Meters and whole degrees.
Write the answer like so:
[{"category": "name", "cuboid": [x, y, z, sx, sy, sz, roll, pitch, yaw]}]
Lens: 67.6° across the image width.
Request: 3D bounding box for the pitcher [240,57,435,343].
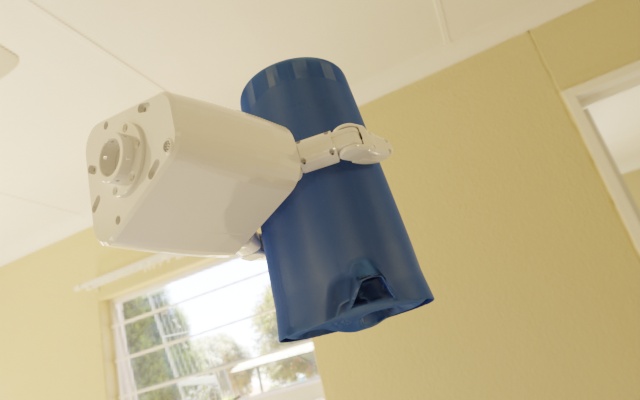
[{"category": "pitcher", "cuboid": [0.000, 0.001, 0.445, 0.149, 0.242, 0.145, -28, -23, 32]}]
